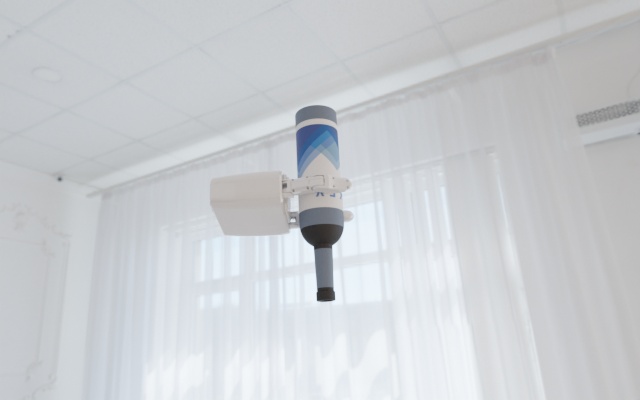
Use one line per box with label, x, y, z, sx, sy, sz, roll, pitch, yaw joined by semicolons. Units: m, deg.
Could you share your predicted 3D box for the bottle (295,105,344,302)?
bottle;0.000;0.002;0.719;0.069;0.295;0.069;-3;-18;-1
